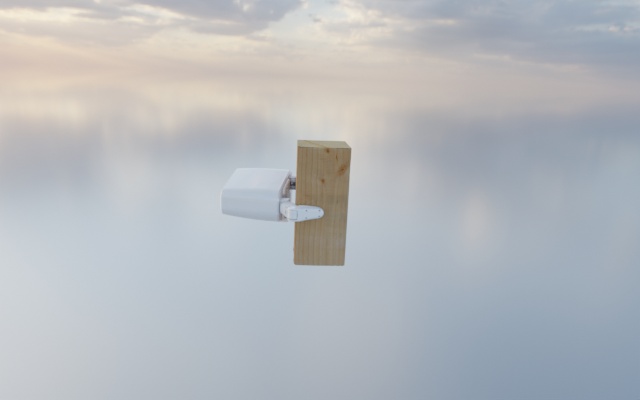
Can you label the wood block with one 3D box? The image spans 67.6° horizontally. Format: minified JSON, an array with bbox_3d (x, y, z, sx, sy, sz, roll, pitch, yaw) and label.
[{"bbox_3d":[0.000,0.003,0.841,0.090,0.206,0.090,1,15,-4],"label":"wood block"}]
